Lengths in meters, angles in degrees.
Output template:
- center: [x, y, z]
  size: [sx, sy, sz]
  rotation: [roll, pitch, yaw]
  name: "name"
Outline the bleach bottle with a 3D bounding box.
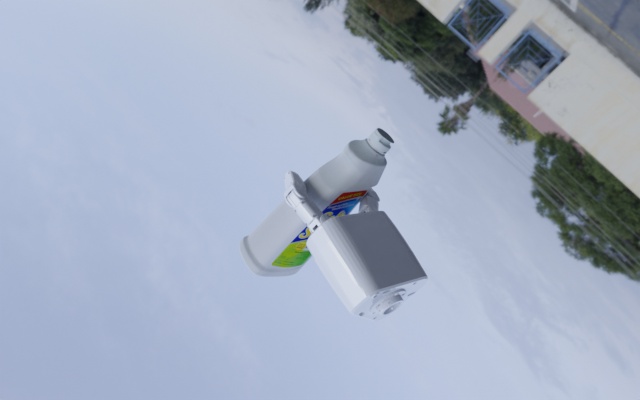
- center: [0.000, 0.002, 0.643]
  size: [0.102, 0.068, 0.251]
  rotation: [10, -50, -49]
  name: "bleach bottle"
